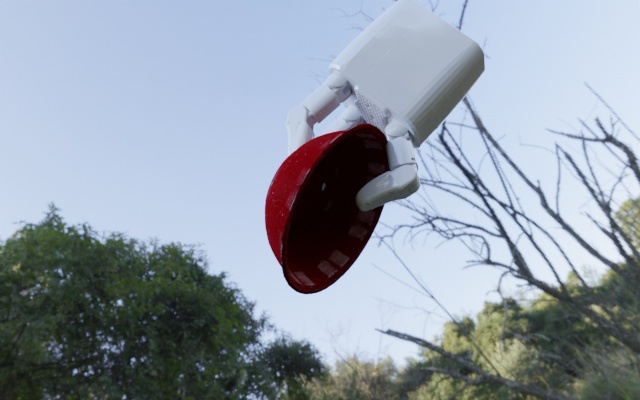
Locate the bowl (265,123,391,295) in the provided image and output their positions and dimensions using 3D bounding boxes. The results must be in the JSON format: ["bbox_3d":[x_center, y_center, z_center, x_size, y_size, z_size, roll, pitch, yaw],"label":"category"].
[{"bbox_3d":[-0.001,0.002,0.435,0.055,0.162,0.162,24,13,30],"label":"bowl"}]
